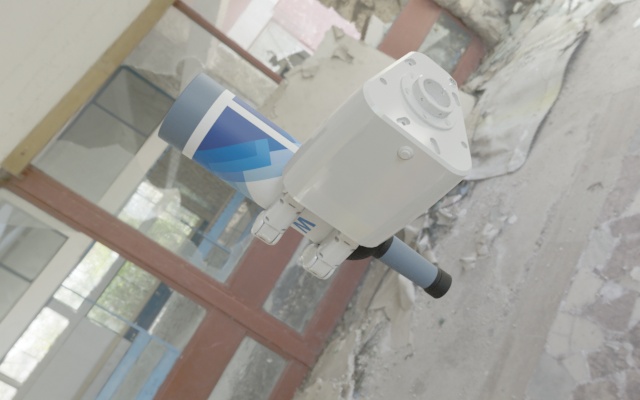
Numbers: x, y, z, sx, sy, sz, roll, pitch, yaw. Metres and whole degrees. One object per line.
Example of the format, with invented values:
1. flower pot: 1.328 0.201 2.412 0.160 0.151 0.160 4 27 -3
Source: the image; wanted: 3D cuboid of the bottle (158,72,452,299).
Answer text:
1. bottle: 0.000 0.001 0.433 0.296 0.069 0.069 35 -8 -12
